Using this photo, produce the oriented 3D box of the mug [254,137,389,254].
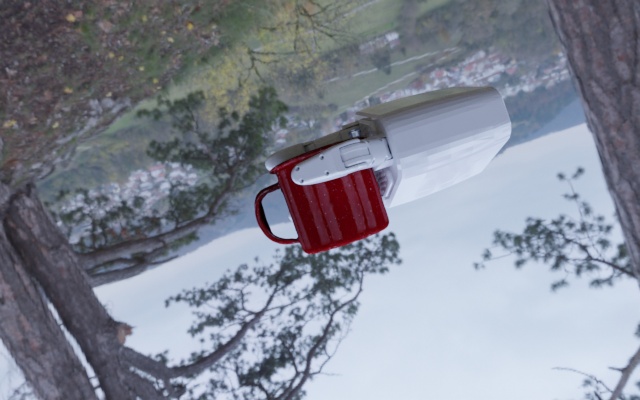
[{"bbox_3d":[-0.001,0.002,0.423,0.117,0.081,0.093,-19,-1,-6],"label":"mug"}]
